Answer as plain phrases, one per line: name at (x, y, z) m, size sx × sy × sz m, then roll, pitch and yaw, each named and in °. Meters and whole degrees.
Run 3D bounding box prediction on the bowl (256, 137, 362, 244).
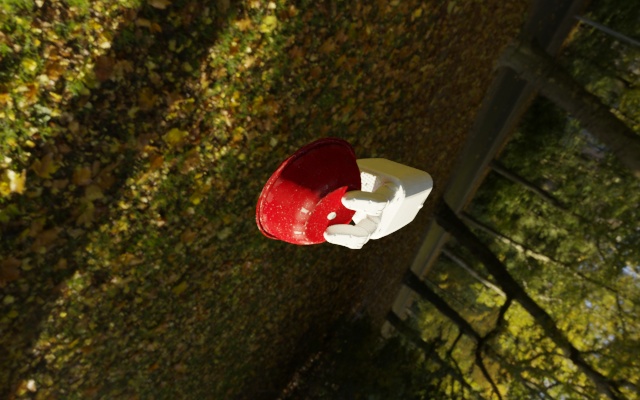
bowl at (-0.001, 0.003, 0.606) m, size 0.162 × 0.162 × 0.055 m, roll 0°, pitch 37°, yaw -49°
